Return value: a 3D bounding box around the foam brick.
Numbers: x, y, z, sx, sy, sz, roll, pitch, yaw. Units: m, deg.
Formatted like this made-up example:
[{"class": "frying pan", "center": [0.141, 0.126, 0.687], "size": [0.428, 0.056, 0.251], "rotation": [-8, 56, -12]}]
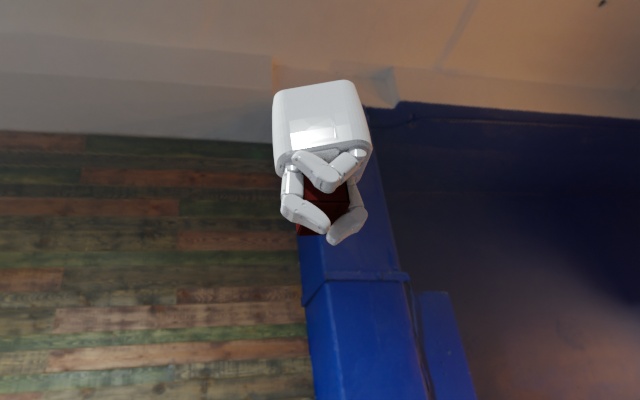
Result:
[{"class": "foam brick", "center": [0.000, 0.002, 0.579], "size": [0.053, 0.051, 0.078], "rotation": [0, -33, -13]}]
